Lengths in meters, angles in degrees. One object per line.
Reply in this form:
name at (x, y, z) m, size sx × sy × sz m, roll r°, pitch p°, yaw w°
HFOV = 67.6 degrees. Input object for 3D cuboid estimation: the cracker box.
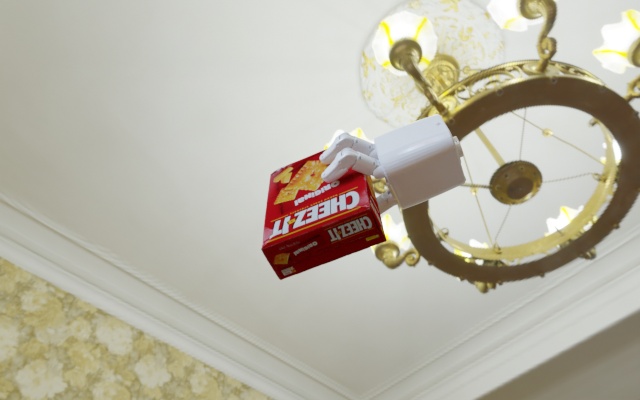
cracker box at (0.000, 0.002, 0.730) m, size 0.164 × 0.072 × 0.213 m, roll -22°, pitch 30°, yaw 12°
